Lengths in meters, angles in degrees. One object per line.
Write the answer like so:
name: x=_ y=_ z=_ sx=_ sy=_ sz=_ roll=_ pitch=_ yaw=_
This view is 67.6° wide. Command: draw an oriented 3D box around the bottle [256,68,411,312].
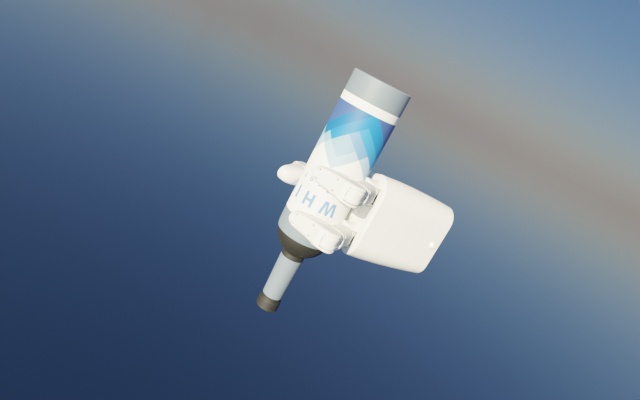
bottle: x=0.000 y=0.002 z=0.539 sx=0.069 sy=0.296 sz=0.069 roll=25 pitch=16 yaw=-8
